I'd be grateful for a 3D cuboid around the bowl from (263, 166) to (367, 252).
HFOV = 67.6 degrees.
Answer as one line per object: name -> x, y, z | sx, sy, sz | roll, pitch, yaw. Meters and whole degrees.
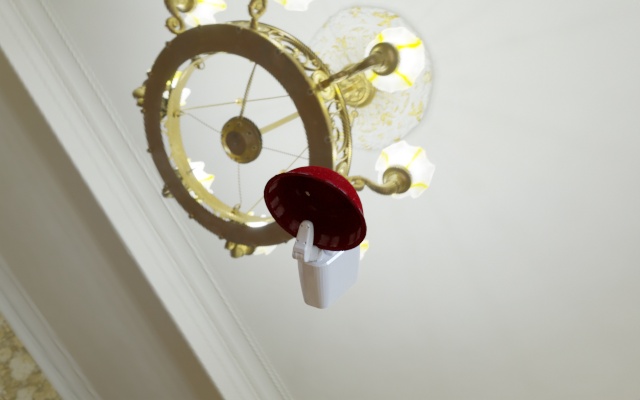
bowl -> 0.000, 0.001, 0.695 | 0.162, 0.055, 0.162 | 19, -37, 15
